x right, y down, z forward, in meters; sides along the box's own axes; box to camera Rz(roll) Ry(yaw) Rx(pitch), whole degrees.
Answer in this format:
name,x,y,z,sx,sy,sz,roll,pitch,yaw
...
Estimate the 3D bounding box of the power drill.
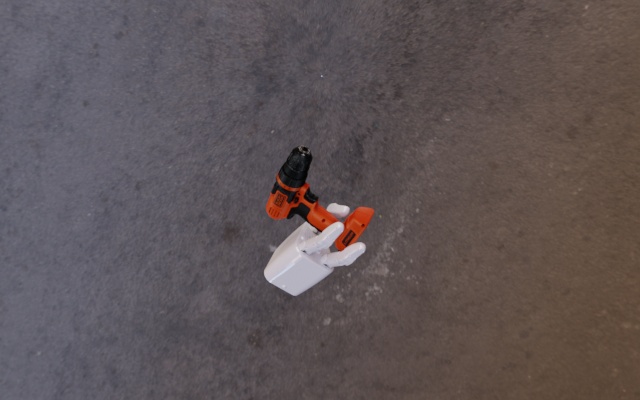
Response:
name,x,y,z,sx,sy,sz,roll,pitch,yaw
power drill,0.000,0.003,0.876,0.187,0.057,0.184,32,-42,2
